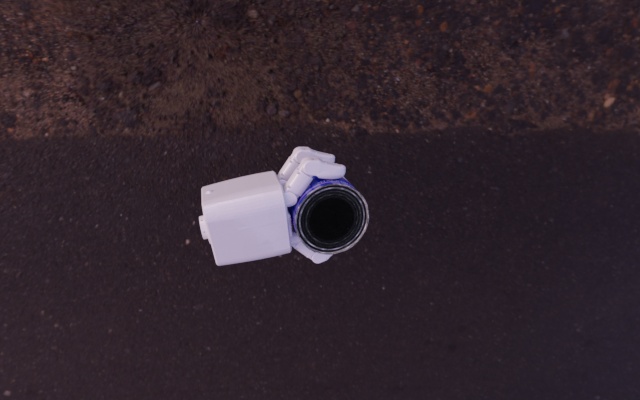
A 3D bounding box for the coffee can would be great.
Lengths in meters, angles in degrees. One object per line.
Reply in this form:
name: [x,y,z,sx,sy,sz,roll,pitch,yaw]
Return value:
coffee can: [0.000,0.002,0.696,0.103,0.103,0.140,0,20,-14]
